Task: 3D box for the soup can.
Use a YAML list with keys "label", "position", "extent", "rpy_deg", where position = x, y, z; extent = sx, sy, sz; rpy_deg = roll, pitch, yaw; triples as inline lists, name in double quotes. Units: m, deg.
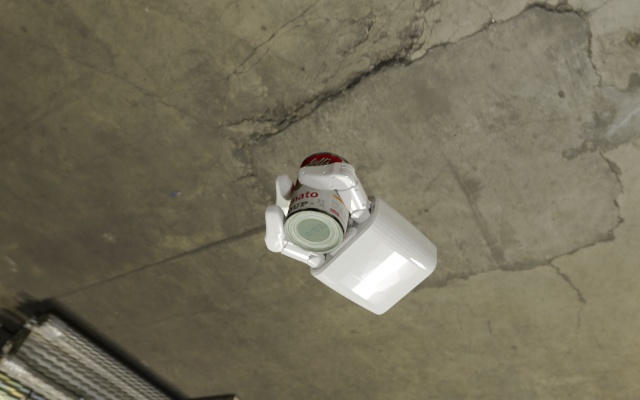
- label: "soup can"
  position: [0.000, 0.002, 0.544]
  extent: [0.068, 0.069, 0.102]
  rpy_deg: [0, 41, 12]
